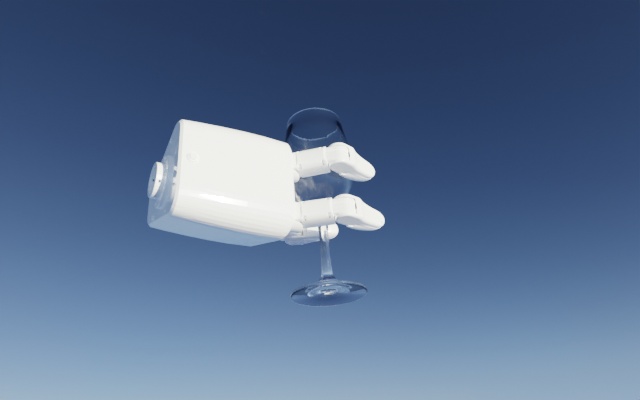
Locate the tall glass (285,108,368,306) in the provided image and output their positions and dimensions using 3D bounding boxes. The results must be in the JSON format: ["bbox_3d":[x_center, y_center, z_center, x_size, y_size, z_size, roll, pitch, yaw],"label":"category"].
[{"bbox_3d":[0.000,0.002,0.497,0.079,0.201,0.079,-4,-28,-2],"label":"tall glass"}]
